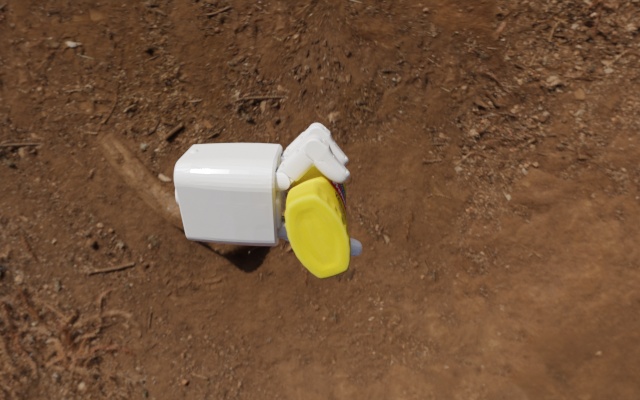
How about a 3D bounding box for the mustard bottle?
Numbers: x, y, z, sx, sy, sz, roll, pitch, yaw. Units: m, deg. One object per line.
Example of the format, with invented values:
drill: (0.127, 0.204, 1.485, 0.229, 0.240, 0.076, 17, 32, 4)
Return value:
mustard bottle: (0.000, 0.002, 0.550, 0.058, 0.096, 0.191, -21, 21, 10)
